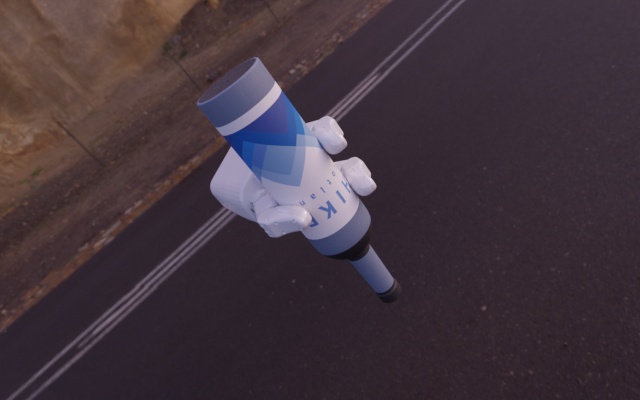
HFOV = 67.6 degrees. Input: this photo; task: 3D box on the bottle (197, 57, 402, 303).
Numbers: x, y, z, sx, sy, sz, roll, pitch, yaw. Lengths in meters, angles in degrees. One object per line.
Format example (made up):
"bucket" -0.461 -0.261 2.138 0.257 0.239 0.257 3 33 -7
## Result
"bottle" 0.000 0.001 0.475 0.069 0.296 0.069 -29 28 17
